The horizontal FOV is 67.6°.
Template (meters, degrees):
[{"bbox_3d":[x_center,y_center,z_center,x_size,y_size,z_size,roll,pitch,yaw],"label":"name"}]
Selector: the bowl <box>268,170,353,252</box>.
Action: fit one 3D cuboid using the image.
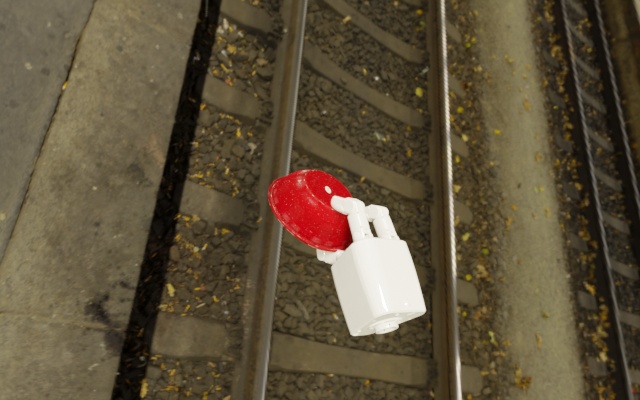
[{"bbox_3d":[0.000,0.001,0.757,0.162,0.162,0.055,0,-43,-46],"label":"bowl"}]
